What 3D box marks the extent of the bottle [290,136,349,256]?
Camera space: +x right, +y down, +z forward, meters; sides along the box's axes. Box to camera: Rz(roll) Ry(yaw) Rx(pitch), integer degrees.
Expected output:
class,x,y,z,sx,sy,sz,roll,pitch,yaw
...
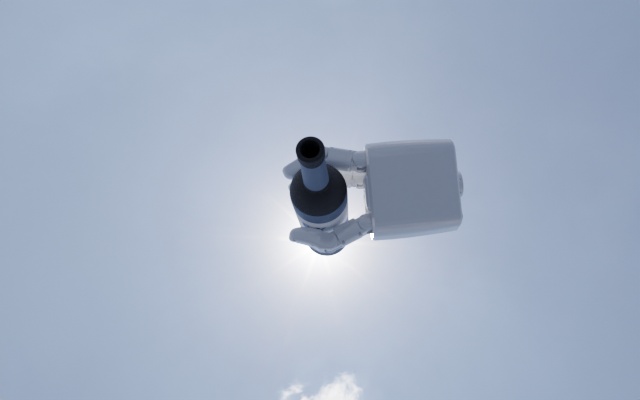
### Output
class,x,y,z,sx,sy,sz,roll,pitch,yaw
bottle,0.000,0.002,0.581,0.069,0.069,0.296,0,-20,4
